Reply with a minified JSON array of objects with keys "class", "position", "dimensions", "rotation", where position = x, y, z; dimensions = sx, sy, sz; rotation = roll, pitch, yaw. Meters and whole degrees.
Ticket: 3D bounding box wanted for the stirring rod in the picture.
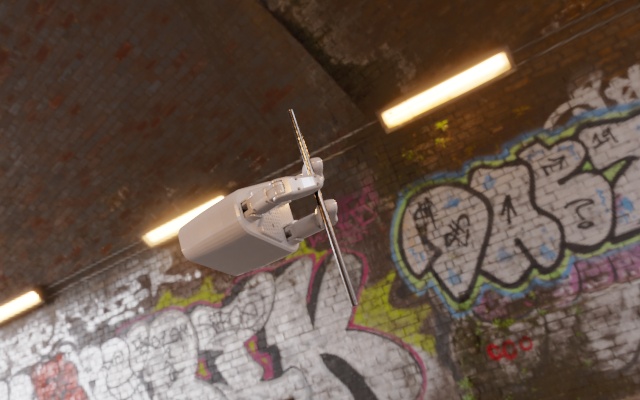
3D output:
[{"class":"stirring rod","position":[0.000,0.002,0.539],"dimensions":[0.011,0.239,0.011],"rotation":[-17,-17,-5]}]
